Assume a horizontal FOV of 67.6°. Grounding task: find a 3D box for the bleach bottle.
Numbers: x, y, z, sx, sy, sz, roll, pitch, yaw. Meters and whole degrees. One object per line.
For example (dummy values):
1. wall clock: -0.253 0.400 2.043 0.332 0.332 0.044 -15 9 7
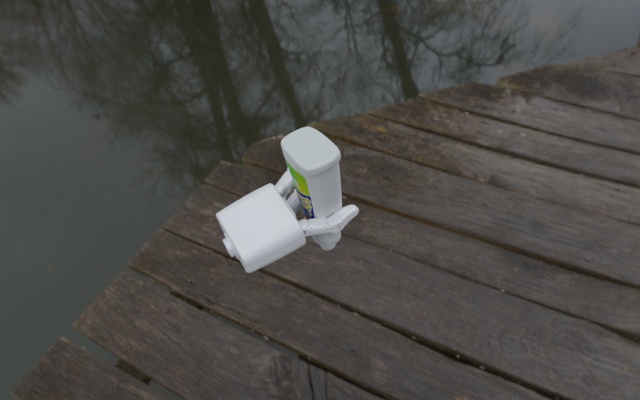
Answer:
1. bleach bottle: 0.000 0.003 0.801 0.068 0.251 0.102 -29 49 -16
